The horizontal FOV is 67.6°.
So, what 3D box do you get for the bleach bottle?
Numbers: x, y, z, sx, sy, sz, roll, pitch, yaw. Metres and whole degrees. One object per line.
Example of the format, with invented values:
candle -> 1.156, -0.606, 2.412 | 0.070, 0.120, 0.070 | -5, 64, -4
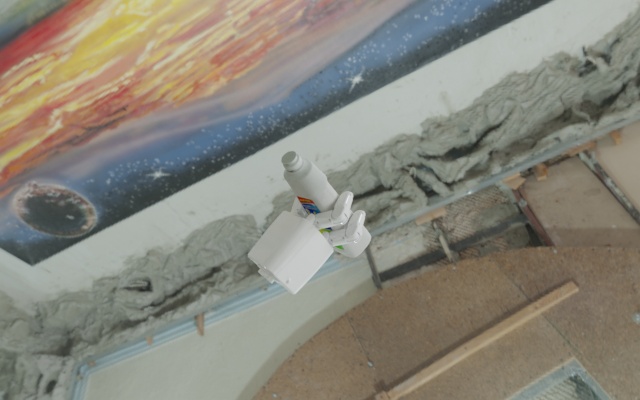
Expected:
bleach bottle -> 0.000, 0.003, 0.849 | 0.102, 0.068, 0.251 | 28, -18, 45
